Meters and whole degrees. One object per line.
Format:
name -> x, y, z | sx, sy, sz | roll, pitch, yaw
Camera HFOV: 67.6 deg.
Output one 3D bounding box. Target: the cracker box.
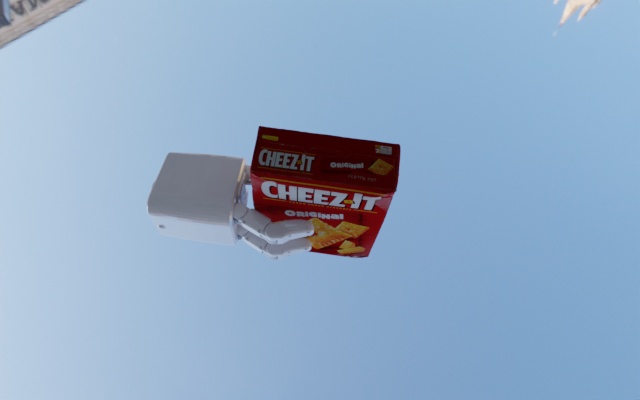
cracker box -> 0.000, 0.002, 0.617 | 0.164, 0.072, 0.214 | 7, -27, 0
